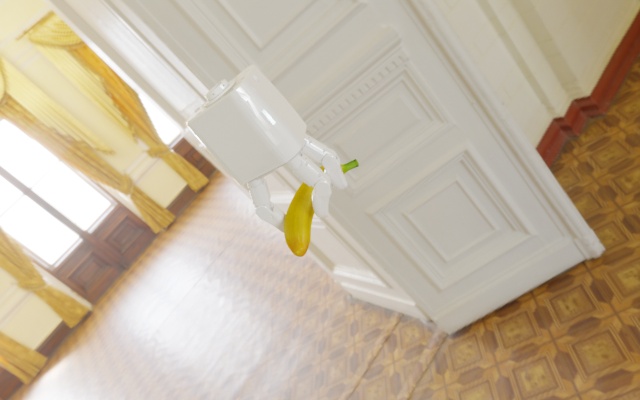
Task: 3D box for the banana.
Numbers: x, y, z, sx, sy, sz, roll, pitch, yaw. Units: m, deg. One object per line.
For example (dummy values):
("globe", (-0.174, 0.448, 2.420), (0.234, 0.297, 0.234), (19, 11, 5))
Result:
("banana", (-0.012, 0.003, 0.671), (0.069, 0.037, 0.197), (-14, 34, 41))
